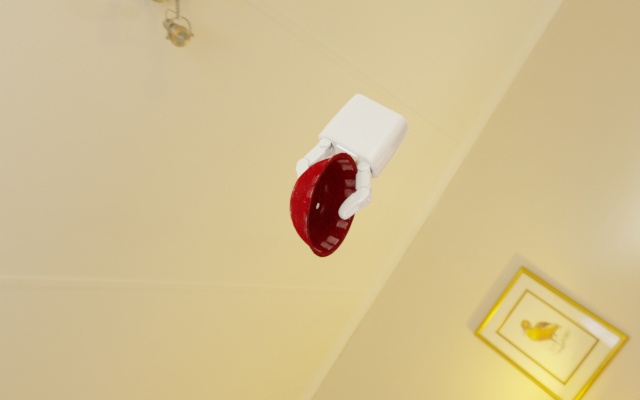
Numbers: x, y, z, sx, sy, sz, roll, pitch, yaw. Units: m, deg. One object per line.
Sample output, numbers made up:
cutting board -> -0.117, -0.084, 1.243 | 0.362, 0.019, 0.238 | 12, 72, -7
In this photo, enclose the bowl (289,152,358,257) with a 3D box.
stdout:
bowl -> -0.001, 0.003, 0.729 | 0.055, 0.162, 0.162 | 14, 6, 27
